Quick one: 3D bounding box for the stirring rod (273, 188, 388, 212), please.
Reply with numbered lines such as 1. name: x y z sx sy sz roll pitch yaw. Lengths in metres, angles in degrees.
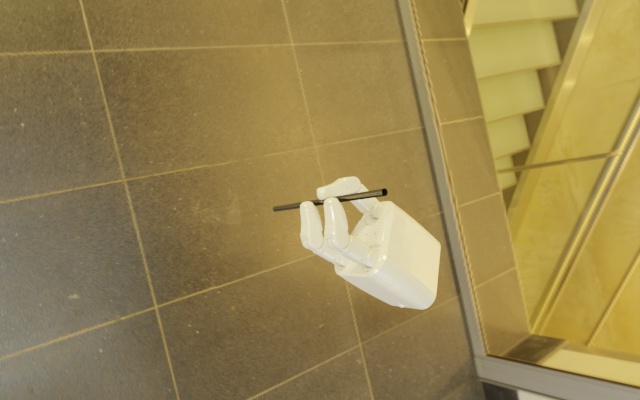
1. stirring rod: 0.000 0.002 0.591 0.011 0.011 0.239 0 -5 -33
